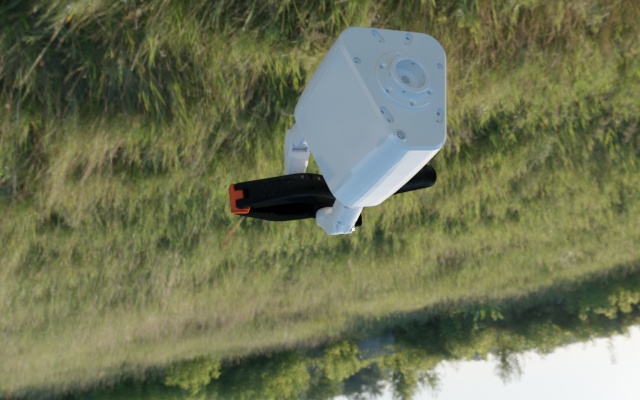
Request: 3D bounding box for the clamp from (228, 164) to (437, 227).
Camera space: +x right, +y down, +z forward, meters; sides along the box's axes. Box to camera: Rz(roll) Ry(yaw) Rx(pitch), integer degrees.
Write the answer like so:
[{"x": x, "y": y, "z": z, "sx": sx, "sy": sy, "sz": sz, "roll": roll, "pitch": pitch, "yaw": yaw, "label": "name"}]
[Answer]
[{"x": 0.000, "y": 0.002, "z": 0.531, "sx": 0.210, "sy": 0.036, "sz": 0.165, "roll": -3, "pitch": -19, "yaw": -22, "label": "clamp"}]
